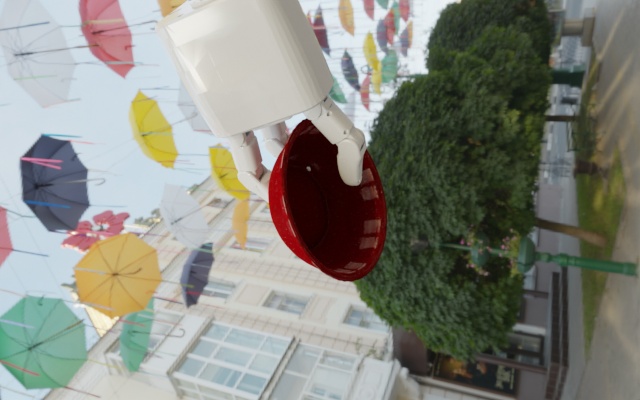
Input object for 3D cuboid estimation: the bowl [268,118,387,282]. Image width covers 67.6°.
[{"bbox_3d":[0.000,0.003,0.473,0.055,0.162,0.162,-16,-10,38],"label":"bowl"}]
